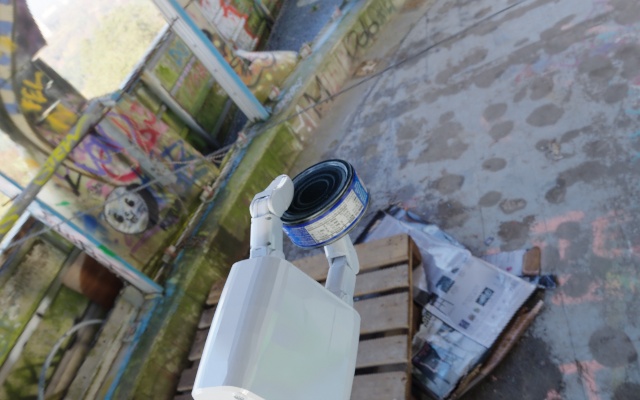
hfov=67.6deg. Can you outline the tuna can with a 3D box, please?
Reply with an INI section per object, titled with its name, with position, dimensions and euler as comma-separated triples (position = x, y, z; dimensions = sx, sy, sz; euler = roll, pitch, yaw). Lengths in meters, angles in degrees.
[tuna can]
position = 0.000, 0.001, 0.434
dimensions = 0.086, 0.086, 0.034
euler = 0, -44, 45
